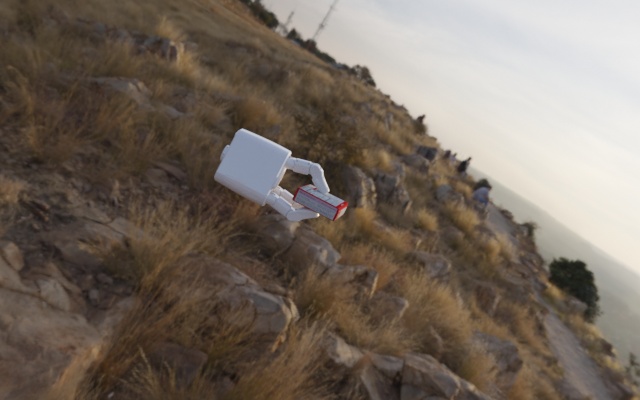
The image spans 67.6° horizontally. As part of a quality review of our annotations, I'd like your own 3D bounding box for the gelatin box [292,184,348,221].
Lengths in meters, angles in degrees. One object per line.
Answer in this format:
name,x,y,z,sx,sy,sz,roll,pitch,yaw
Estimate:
gelatin box,0.001,0.003,0.895,0.089,0.030,0.073,26,14,11
